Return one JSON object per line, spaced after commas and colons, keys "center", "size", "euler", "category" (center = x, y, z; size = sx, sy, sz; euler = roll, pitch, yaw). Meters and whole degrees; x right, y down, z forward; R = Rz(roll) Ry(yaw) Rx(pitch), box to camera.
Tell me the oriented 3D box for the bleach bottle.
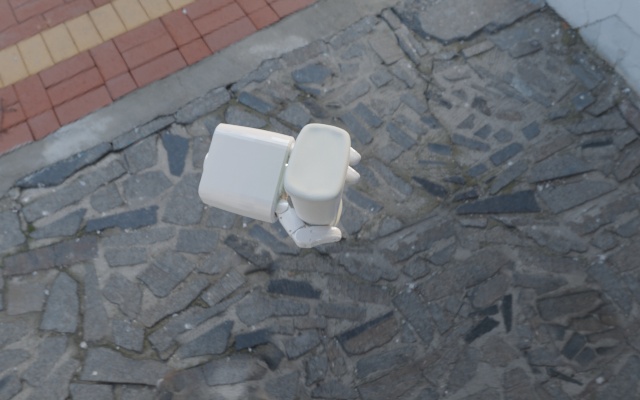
{"center": [0.000, 0.002, 0.653], "size": [0.068, 0.102, 0.251], "euler": [13, -23, 6], "category": "bleach bottle"}
